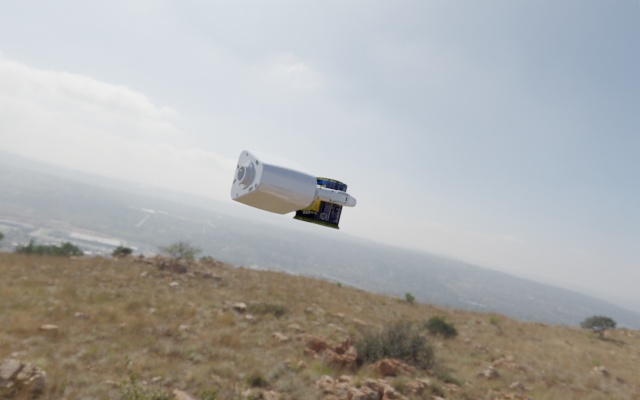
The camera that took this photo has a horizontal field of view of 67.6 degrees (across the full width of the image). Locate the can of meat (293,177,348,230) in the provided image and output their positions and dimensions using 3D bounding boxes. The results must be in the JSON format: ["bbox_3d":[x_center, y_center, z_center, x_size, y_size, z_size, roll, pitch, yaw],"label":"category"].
[{"bbox_3d":[0.000,0.003,0.872,0.057,0.084,0.102,15,-3,-32],"label":"can of meat"}]
